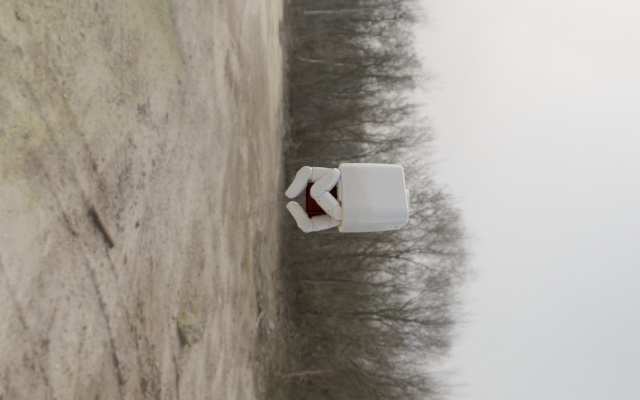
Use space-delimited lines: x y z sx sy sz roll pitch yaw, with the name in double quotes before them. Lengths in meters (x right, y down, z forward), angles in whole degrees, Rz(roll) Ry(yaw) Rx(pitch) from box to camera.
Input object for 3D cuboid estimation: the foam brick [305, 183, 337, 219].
"foam brick" 0.000 0.003 0.832 0.051 0.053 0.078 -1 -11 -3
